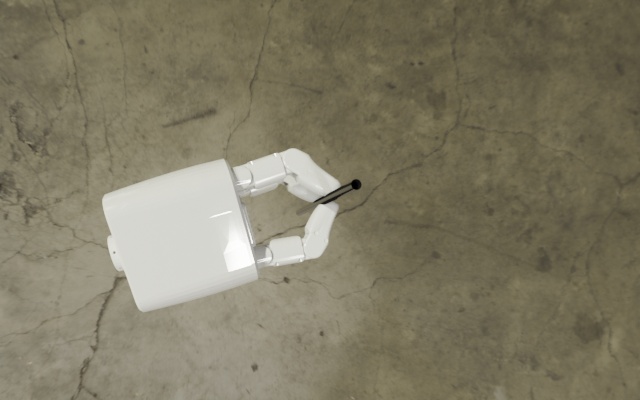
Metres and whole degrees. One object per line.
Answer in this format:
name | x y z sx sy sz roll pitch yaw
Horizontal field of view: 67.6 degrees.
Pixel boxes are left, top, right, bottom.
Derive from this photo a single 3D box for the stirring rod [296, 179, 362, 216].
stirring rod | 0.000 0.002 0.465 0.011 0.011 0.239 0 -6 -13
